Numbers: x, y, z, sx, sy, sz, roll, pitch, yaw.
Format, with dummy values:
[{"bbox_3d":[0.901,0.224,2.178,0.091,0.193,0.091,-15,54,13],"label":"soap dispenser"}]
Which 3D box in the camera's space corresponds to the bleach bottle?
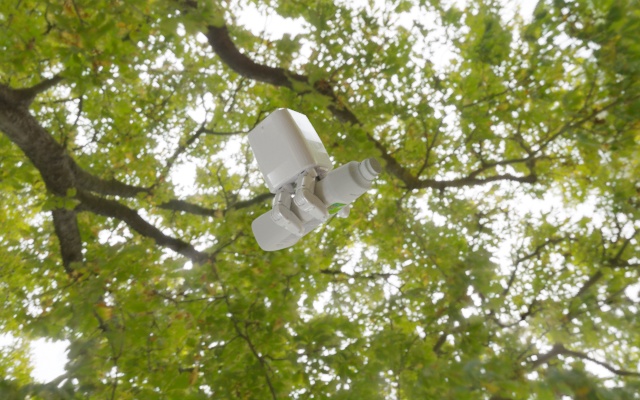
[{"bbox_3d":[0.000,0.003,0.779,0.251,0.068,0.102,-33,-12,35],"label":"bleach bottle"}]
